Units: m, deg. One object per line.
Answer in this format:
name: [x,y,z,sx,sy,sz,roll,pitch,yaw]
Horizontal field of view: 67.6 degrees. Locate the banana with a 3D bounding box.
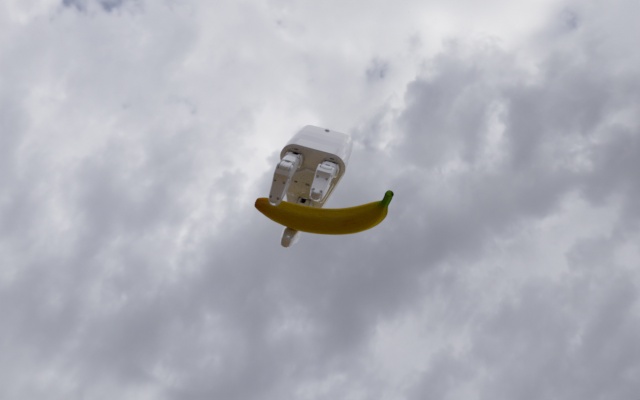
banana: [0.008,0.018,0.650,0.198,0.070,0.037,-4,31,20]
